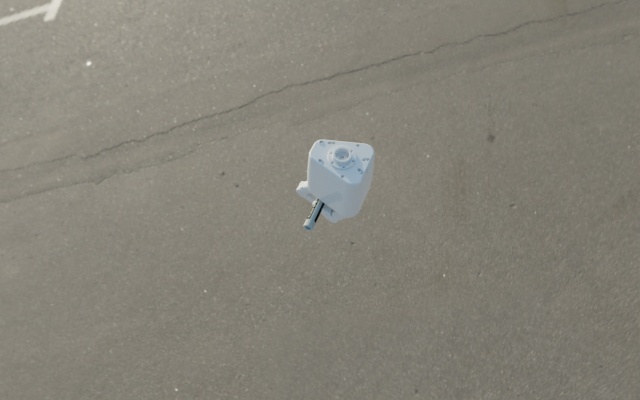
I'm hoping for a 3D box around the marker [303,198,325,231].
[{"bbox_3d":[0.000,0.003,0.894,0.020,0.121,0.020,20,-29,12],"label":"marker"}]
